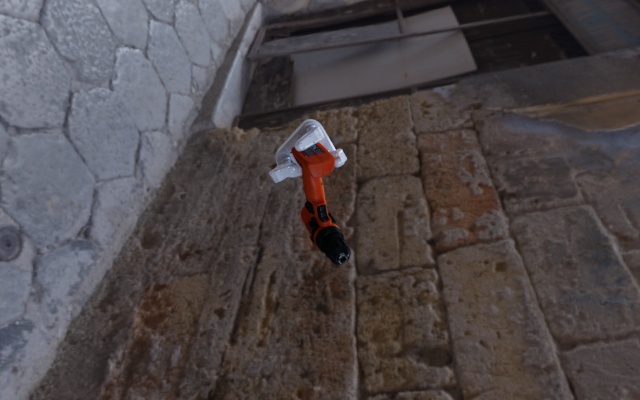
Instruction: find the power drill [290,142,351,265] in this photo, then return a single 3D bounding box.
[{"bbox_3d":[0.000,0.002,0.854,0.057,0.188,0.184,-15,30,-16],"label":"power drill"}]
